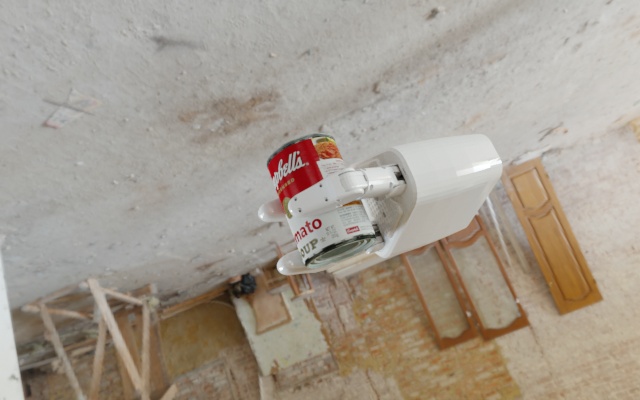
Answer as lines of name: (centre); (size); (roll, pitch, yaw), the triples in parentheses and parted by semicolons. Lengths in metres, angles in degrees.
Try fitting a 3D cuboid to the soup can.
soup can: (0.000, 0.002, 0.425); (0.068, 0.102, 0.068); (-20, -17, -7)
